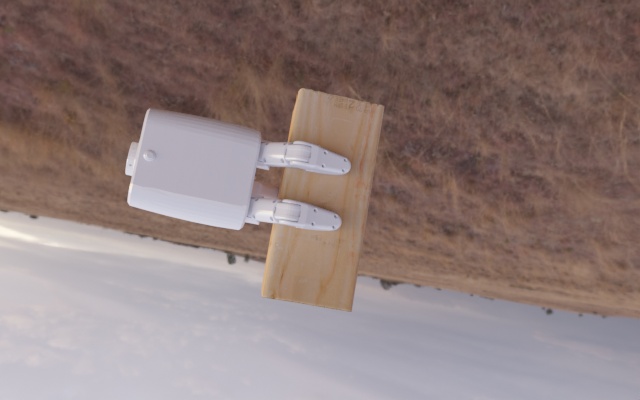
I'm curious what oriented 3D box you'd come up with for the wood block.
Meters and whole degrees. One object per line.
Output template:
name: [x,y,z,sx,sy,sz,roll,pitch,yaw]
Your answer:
wood block: [0.000,0.002,0.504,0.090,0.206,0.091,11,-6,-6]
